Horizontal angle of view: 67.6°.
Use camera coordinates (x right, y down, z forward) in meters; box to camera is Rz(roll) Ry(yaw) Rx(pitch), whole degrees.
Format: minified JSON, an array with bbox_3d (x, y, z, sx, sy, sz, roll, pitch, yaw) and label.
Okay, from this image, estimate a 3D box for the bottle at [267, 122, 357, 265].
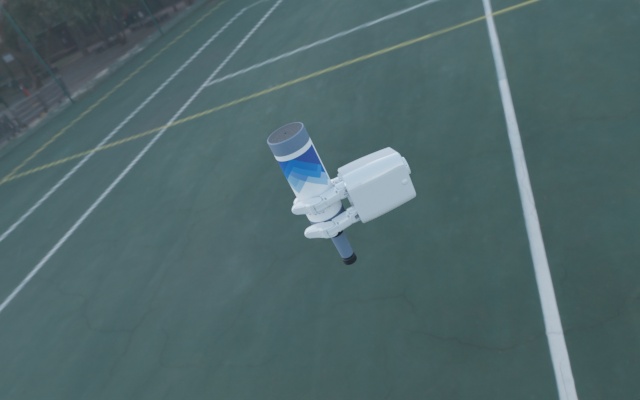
[{"bbox_3d":[0.000,0.003,0.855,0.069,0.296,0.069,-20,31,12],"label":"bottle"}]
